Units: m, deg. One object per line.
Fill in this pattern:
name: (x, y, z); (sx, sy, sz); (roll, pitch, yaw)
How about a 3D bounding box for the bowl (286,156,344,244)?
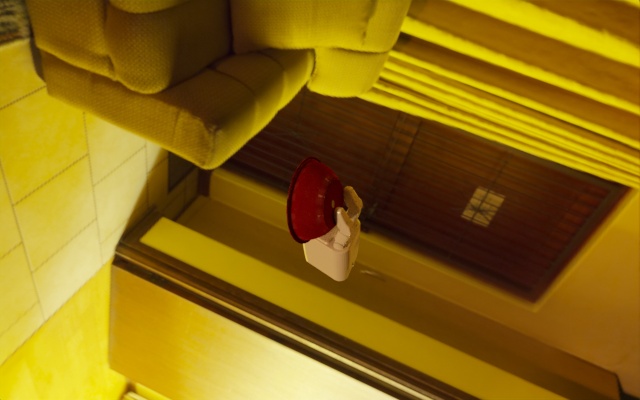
bowl: (0.000, 0.002, 0.864); (0.055, 0.162, 0.162); (8, 3, 25)
